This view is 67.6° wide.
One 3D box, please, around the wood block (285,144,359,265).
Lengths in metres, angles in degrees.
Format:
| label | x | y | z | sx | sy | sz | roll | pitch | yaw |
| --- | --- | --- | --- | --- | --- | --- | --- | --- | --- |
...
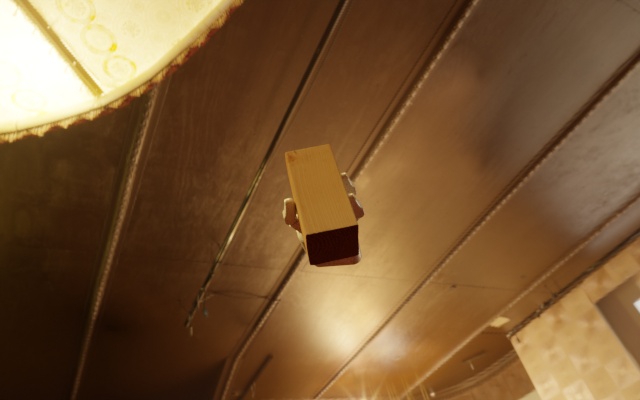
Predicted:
| label | x | y | z | sx | sy | sz | roll | pitch | yaw |
| --- | --- | --- | --- | --- | --- | --- | --- | --- | --- |
| wood block | 0.000 | 0.003 | 0.870 | 0.091 | 0.206 | 0.090 | -12 | -42 | -5 |
